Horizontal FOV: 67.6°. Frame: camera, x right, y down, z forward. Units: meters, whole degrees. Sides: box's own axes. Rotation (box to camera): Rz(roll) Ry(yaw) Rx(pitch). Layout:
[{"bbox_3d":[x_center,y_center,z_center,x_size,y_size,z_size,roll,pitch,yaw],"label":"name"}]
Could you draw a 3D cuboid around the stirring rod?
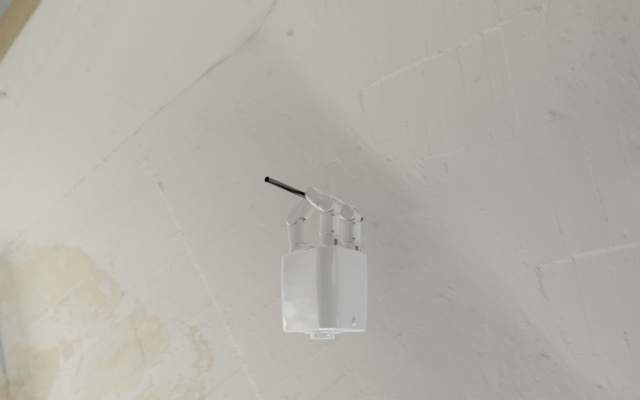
[{"bbox_3d":[0.000,0.002,0.695,0.011,0.011,0.239,0,-14,35],"label":"stirring rod"}]
